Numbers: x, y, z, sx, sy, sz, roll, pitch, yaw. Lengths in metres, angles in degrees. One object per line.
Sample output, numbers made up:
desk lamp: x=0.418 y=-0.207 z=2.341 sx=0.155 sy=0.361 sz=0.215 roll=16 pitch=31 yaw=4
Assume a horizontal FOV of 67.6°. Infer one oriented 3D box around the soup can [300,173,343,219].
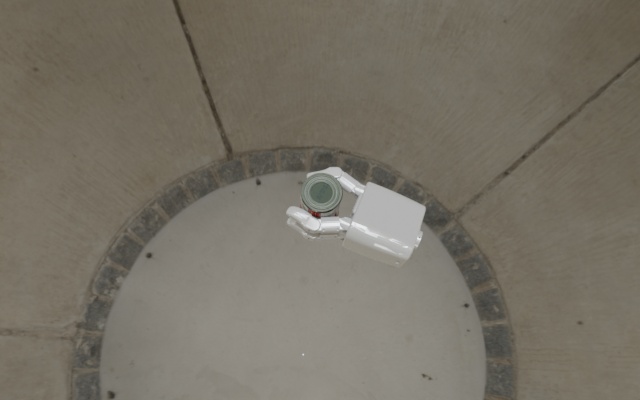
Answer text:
soup can: x=0.000 y=0.002 z=0.788 sx=0.068 sy=0.068 sz=0.102 roll=0 pitch=-18 yaw=-2
